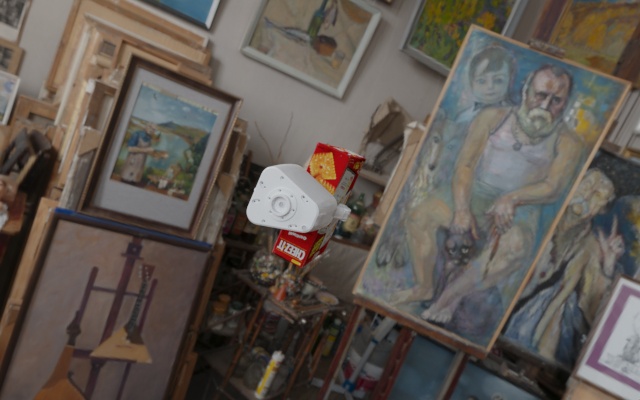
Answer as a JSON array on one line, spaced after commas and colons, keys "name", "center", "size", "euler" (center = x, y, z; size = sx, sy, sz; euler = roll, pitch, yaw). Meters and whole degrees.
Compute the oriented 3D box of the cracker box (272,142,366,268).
[{"name": "cracker box", "center": [0.000, 0.003, 0.893], "size": [0.072, 0.214, 0.164], "euler": [26, 10, 11]}]
